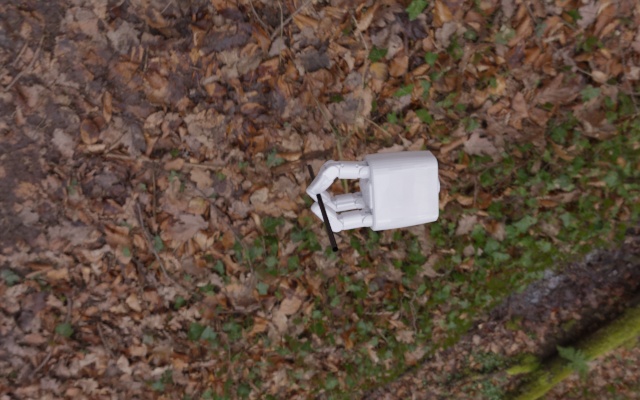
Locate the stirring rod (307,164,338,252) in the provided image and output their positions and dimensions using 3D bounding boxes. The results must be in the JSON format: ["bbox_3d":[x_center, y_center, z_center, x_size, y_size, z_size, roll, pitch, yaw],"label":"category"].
[{"bbox_3d":[0.000,0.002,0.715,0.011,0.011,0.239,0,30,-11],"label":"stirring rod"}]
